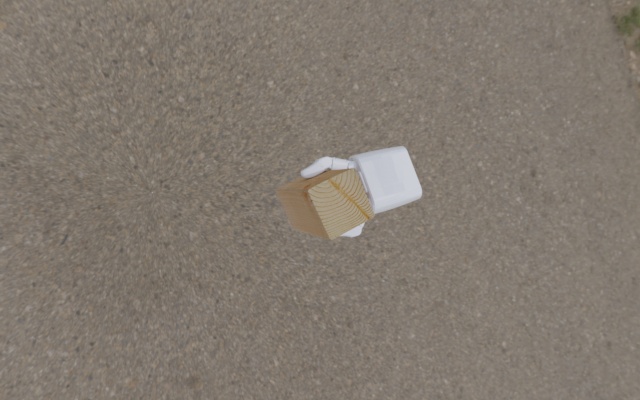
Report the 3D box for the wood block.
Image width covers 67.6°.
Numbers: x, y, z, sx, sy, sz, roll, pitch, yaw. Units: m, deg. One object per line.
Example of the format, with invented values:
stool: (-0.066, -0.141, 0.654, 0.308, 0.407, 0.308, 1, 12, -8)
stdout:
wood block: (0.000, 0.002, 0.850, 0.090, 0.091, 0.206, -26, 9, -17)
